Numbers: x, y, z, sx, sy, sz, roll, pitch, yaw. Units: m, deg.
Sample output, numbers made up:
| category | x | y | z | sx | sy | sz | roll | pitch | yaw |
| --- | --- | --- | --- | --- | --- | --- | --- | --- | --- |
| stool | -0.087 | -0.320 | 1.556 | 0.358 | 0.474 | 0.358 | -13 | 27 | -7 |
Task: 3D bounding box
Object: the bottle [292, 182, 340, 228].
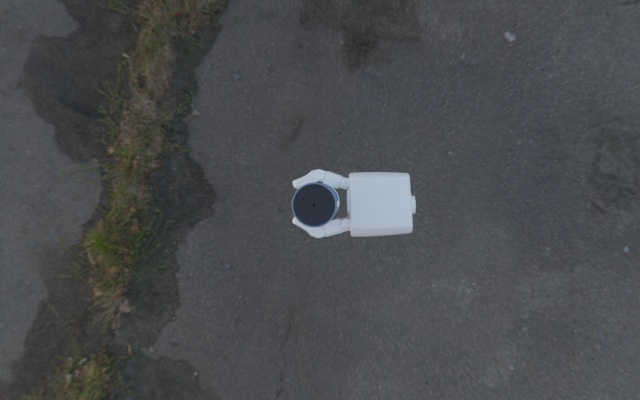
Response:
| category | x | y | z | sx | sy | sz | roll | pitch | yaw |
| --- | --- | --- | --- | --- | --- | --- | --- | --- | --- |
| bottle | 0.000 | 0.003 | 0.842 | 0.069 | 0.069 | 0.295 | 0 | 1 | 4 |
